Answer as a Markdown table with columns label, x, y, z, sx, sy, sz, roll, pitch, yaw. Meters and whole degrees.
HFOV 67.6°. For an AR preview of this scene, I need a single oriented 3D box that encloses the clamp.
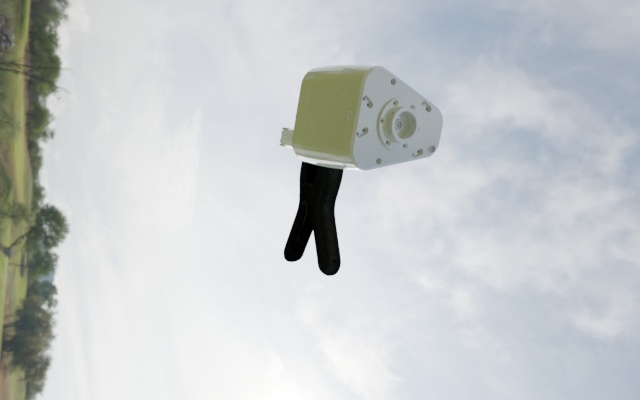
| label | x | y | z | sx | sy | sz | roll | pitch | yaw |
| --- | --- | --- | --- | --- | --- | --- | --- | --- | --- |
| clamp | 0.001 | 0.002 | 0.542 | 0.039 | 0.171 | 0.120 | 5 | 8 | -31 |
